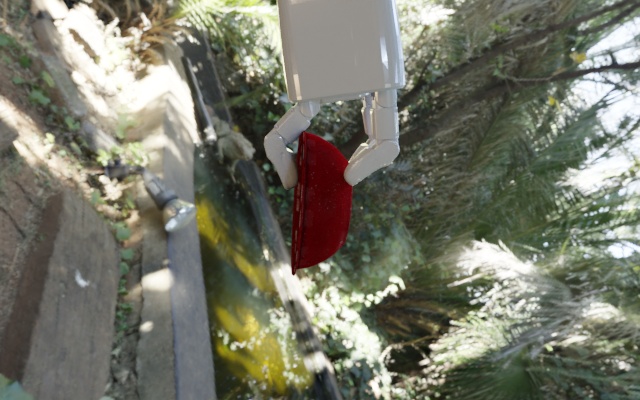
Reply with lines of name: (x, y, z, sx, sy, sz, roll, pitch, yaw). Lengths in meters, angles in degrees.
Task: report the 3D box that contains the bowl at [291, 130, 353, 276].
bowl: (0.000, 0.003, 0.517, 0.055, 0.162, 0.162, 4, 0, -5)
